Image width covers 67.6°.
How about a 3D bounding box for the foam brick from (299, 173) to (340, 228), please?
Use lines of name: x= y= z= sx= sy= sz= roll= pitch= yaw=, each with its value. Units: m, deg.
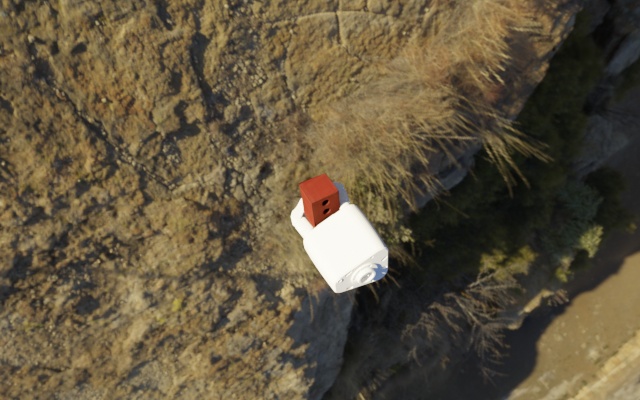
foam brick: x=0.000 y=0.002 z=0.824 sx=0.053 sy=0.078 sz=0.051 roll=-23 pitch=50 yaw=-13
